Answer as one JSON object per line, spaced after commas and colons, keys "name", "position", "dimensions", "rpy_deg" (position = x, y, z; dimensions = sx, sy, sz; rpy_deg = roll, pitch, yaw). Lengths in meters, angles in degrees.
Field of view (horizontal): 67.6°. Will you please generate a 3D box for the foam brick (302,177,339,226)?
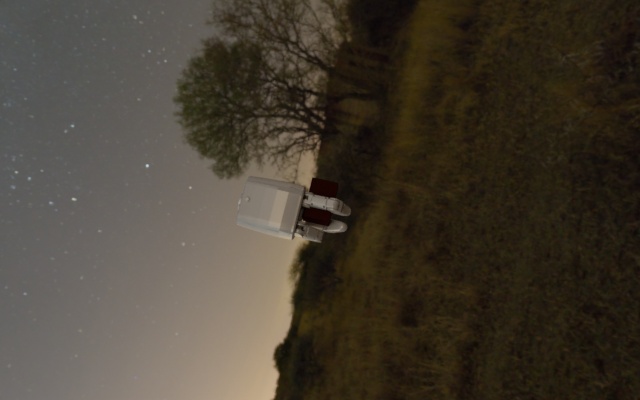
{"name": "foam brick", "position": [0.000, 0.003, 0.885], "dimensions": [0.051, 0.078, 0.053], "rpy_deg": [13, -11, 2]}
